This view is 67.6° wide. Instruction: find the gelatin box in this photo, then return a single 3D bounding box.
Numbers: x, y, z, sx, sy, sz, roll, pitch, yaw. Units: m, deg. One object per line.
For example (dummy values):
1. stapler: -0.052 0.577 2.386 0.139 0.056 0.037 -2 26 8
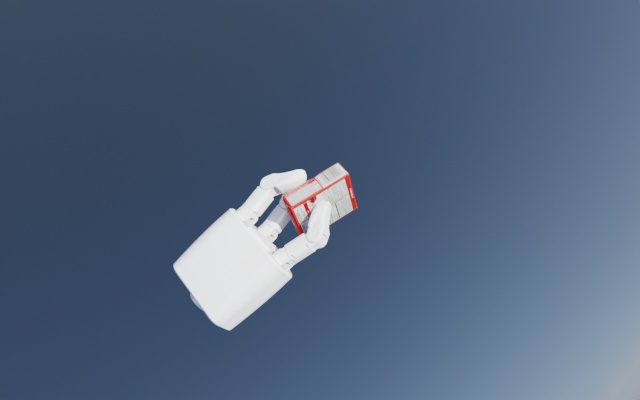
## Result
1. gelatin box: 0.001 0.002 0.627 0.089 0.030 0.073 -31 -39 -9
